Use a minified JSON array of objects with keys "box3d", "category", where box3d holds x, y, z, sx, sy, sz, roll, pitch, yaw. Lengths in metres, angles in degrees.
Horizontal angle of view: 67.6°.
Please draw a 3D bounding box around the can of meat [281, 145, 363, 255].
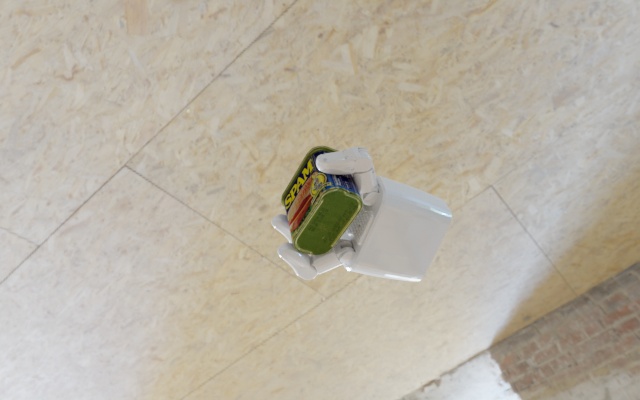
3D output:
[{"box3d":[0.000,0.002,0.559,0.057,0.102,0.084,18,32,-26],"category":"can of meat"}]
